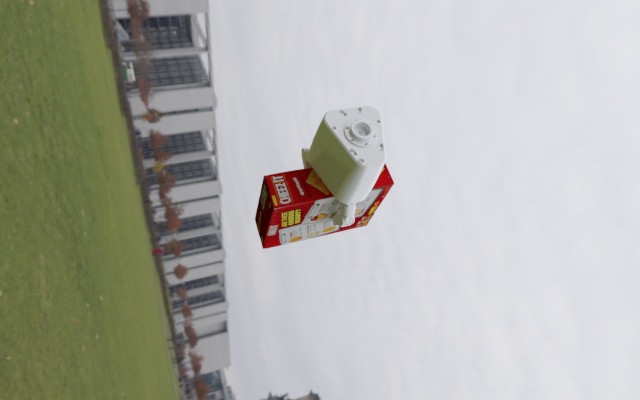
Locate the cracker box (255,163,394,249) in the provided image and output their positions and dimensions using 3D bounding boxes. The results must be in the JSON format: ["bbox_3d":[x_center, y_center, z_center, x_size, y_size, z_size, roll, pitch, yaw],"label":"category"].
[{"bbox_3d":[0.000,0.003,0.840,0.213,0.072,0.164,-11,-25,-19],"label":"cracker box"}]
